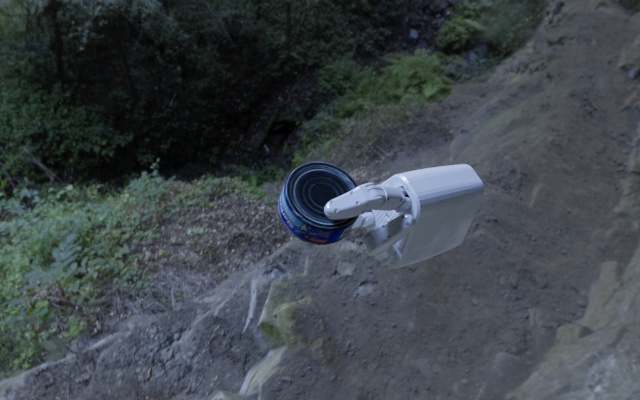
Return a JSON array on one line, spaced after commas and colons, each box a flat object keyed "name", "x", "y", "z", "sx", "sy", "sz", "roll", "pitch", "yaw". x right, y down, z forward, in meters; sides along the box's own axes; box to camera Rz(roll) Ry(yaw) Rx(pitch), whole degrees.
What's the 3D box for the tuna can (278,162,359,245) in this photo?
[{"name": "tuna can", "x": 0.000, "y": 0.001, "z": 0.504, "sx": 0.086, "sy": 0.086, "sz": 0.034, "roll": 0, "pitch": -32, "yaw": -18}]
